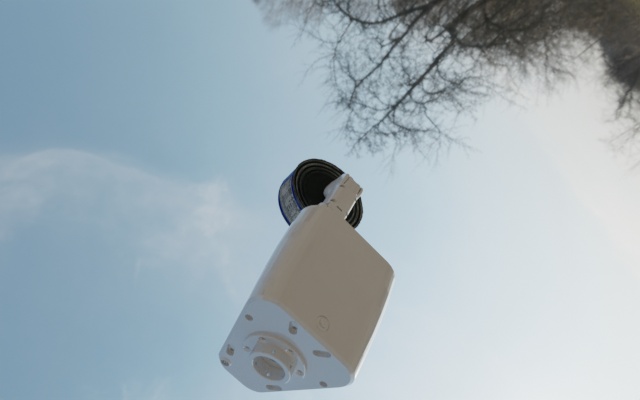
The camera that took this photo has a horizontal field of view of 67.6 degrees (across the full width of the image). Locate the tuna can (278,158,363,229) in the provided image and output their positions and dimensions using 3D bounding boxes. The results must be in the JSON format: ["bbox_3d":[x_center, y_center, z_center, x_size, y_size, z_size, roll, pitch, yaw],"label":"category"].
[{"bbox_3d":[0.000,0.002,0.488,0.086,0.086,0.034,0,-30,-41],"label":"tuna can"}]
